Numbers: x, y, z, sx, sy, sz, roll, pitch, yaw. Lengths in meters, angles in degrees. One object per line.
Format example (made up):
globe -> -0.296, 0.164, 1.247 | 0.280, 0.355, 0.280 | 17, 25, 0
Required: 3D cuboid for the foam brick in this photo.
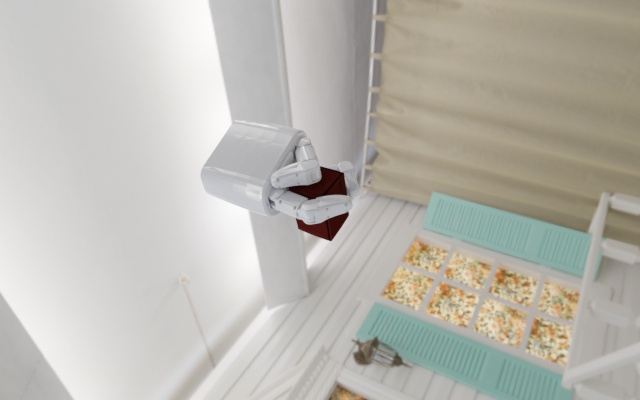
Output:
foam brick -> 0.000, 0.002, 0.608 | 0.051, 0.078, 0.053 | 16, 47, 27
